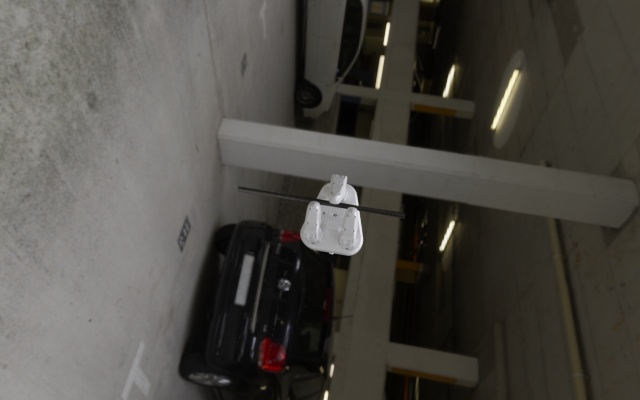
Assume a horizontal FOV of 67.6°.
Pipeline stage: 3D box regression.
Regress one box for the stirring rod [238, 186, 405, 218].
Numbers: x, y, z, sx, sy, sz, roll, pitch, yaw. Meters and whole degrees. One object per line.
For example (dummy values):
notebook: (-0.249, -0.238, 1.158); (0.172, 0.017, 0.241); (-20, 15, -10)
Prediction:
stirring rod: (0.000, 0.002, 0.682); (0.239, 0.011, 0.011); (9, 1, 5)
